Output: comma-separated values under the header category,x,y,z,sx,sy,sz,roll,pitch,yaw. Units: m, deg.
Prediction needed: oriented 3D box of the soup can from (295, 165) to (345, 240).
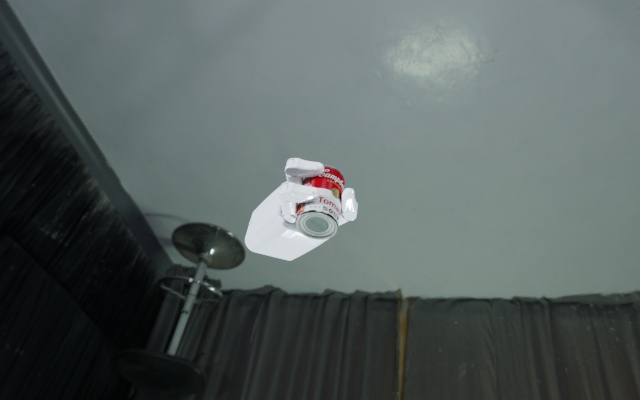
category,x,y,z,sx,sy,sz,roll,pitch,yaw
soup can,0.000,0.003,0.756,0.068,0.102,0.069,5,-43,5
